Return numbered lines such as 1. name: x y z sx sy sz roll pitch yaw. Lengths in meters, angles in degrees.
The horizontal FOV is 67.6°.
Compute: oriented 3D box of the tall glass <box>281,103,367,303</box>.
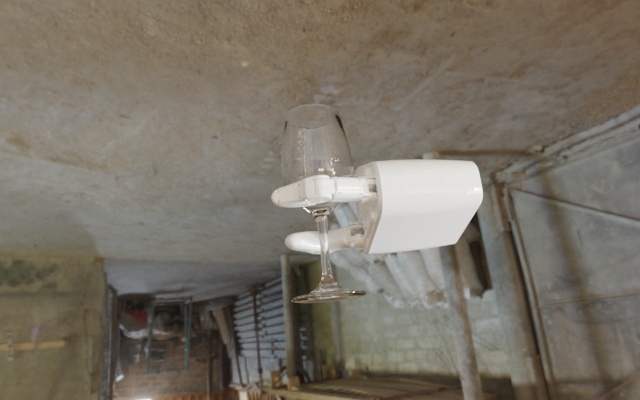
1. tall glass: 0.000 0.002 0.501 0.079 0.201 0.079 -5 -17 -2
